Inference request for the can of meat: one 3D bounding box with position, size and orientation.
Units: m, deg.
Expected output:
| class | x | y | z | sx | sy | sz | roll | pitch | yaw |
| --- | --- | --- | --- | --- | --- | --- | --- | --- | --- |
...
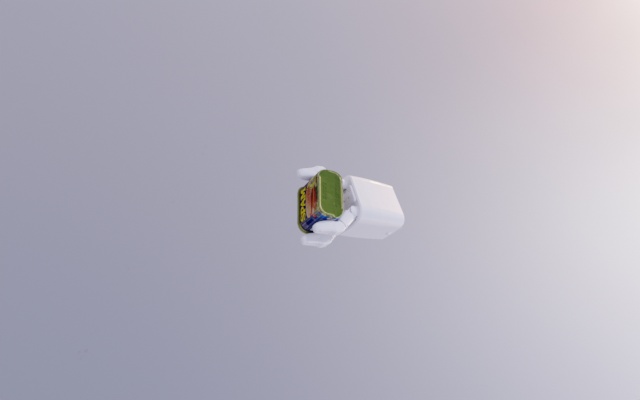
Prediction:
| class | x | y | z | sx | sy | sz | roll | pitch | yaw |
| --- | --- | --- | --- | --- | --- | --- | --- | --- | --- |
| can of meat | 0.000 | 0.003 | 0.890 | 0.057 | 0.102 | 0.084 | 13 | -31 | -25 |
